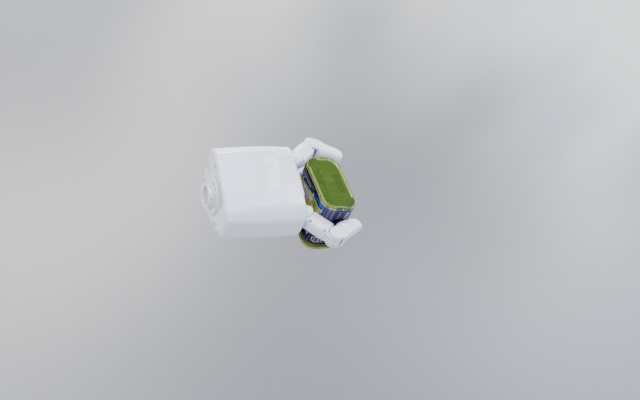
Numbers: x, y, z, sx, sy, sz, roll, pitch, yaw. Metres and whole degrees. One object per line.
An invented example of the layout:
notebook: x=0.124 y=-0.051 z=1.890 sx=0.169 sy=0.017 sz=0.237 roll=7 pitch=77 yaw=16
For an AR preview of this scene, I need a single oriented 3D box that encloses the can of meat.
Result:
can of meat: x=0.000 y=0.002 z=0.668 sx=0.057 sy=0.102 sz=0.084 roll=-1 pitch=-42 yaw=-28
